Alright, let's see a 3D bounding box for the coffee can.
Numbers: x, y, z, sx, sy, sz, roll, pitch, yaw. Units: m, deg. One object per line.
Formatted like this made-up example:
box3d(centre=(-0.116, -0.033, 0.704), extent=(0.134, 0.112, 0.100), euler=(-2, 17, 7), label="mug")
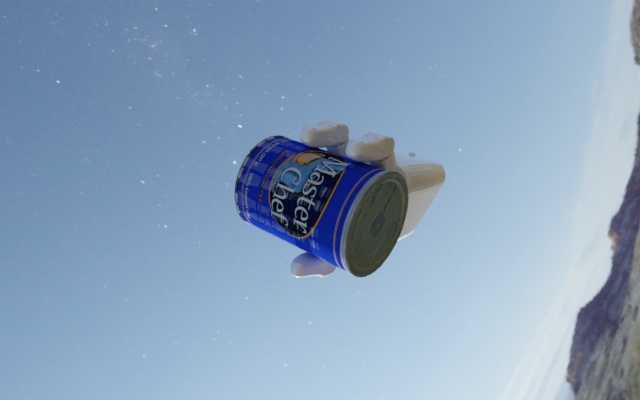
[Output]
box3d(centre=(0.000, 0.002, 0.472), extent=(0.140, 0.103, 0.103), euler=(22, 12, 34), label="coffee can")
